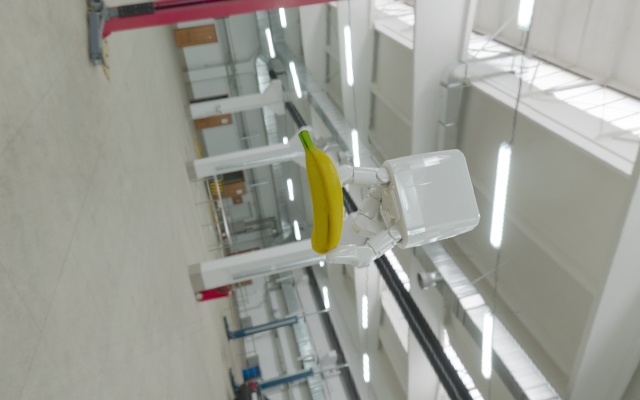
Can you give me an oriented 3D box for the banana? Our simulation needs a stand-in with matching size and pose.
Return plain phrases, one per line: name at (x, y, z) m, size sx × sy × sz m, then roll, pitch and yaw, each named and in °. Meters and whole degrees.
banana at (0.005, 0.012, 0.577) m, size 0.037 × 0.198 × 0.069 m, roll -12°, pitch 44°, yaw -9°
